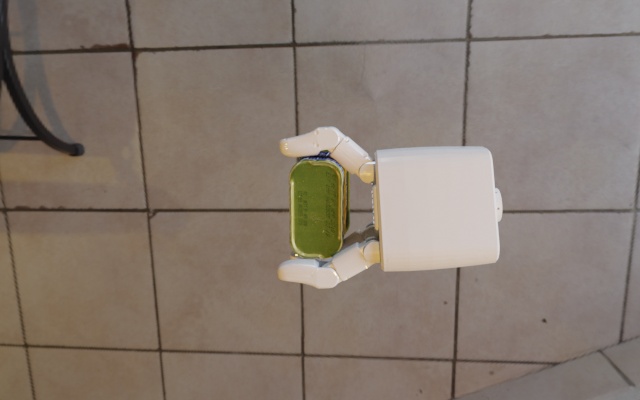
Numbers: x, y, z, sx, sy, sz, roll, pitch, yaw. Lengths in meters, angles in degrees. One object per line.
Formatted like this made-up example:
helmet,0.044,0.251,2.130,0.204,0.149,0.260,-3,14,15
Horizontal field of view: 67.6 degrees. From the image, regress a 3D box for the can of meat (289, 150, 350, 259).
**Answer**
can of meat,0.000,0.002,0.488,0.057,0.102,0.084,1,12,6
